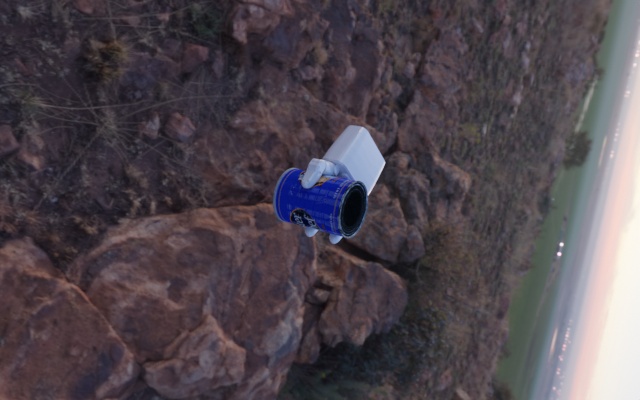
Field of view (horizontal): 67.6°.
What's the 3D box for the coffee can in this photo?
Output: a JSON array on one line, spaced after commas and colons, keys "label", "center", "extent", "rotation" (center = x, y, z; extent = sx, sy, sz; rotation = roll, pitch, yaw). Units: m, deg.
[{"label": "coffee can", "center": [0.000, 0.003, 0.860], "extent": [0.140, 0.103, 0.103], "rotation": [13, 7, 31]}]
